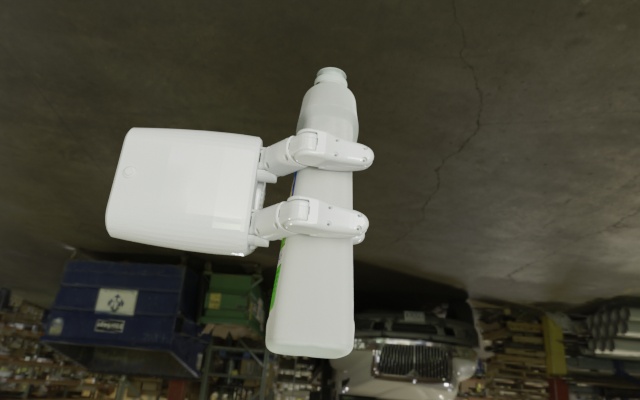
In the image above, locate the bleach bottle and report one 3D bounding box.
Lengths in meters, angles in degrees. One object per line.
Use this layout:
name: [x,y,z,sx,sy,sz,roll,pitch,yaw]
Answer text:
bleach bottle: [0.000,0.001,0.414,0.068,0.250,0.103,6,-22,-3]
